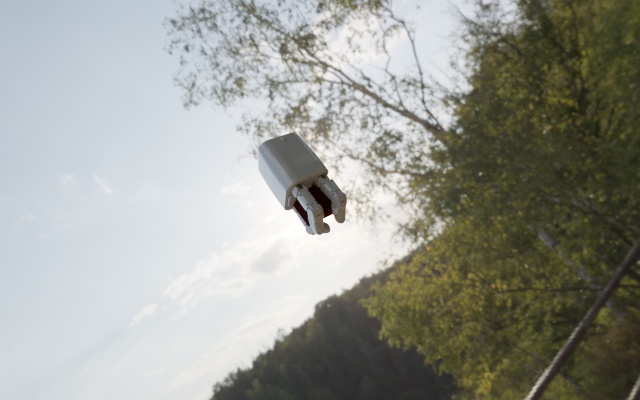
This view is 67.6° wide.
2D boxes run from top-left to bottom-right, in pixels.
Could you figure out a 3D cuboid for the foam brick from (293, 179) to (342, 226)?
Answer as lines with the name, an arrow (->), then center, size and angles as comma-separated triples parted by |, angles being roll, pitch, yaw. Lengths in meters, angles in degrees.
foam brick -> 0.000, 0.003, 0.897 | 0.078, 0.051, 0.053 | -24, -21, -36
